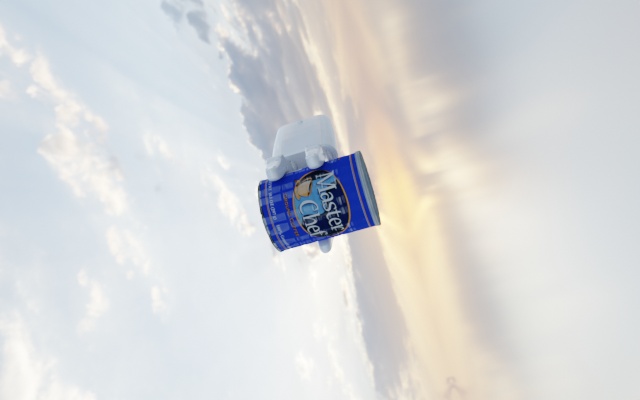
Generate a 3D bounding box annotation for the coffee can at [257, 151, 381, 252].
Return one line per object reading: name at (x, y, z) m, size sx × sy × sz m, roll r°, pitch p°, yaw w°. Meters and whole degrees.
coffee can at (0.000, 0.002, 0.639) m, size 0.140 × 0.103 × 0.103 m, roll -16°, pitch -3°, yaw 9°
